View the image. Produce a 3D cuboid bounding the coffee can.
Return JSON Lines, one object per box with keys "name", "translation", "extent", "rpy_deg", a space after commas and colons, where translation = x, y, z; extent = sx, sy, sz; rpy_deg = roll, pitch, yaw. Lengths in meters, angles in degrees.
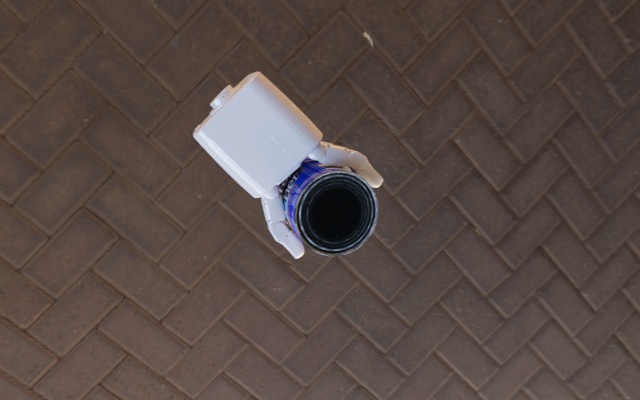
{"name": "coffee can", "translation": [0.000, 0.002, 0.616], "extent": [0.103, 0.103, 0.140], "rpy_deg": [0, 11, -17]}
